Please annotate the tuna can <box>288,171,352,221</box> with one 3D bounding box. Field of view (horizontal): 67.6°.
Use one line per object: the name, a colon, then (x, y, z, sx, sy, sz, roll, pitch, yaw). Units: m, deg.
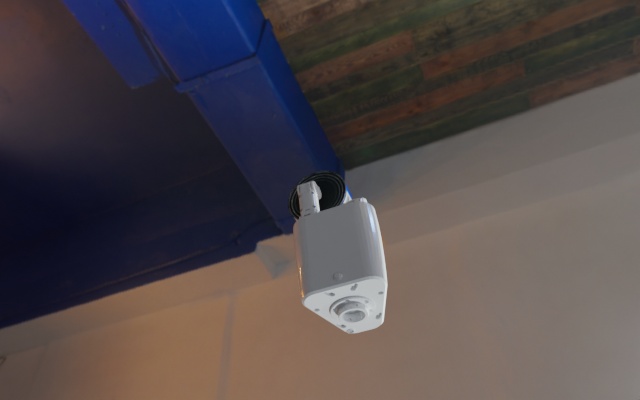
tuna can: (0.000, 0.002, 0.661, 0.086, 0.086, 0.034, 0, -36, 27)
